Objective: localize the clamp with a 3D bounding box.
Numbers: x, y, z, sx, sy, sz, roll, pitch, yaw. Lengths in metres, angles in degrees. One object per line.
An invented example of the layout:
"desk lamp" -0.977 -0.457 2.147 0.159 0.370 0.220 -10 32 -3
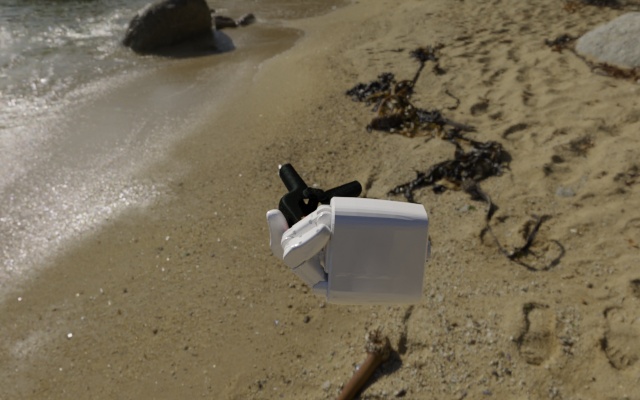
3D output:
"clamp" 0.000 0.002 0.625 0.120 0.039 0.171 5 30 -3
